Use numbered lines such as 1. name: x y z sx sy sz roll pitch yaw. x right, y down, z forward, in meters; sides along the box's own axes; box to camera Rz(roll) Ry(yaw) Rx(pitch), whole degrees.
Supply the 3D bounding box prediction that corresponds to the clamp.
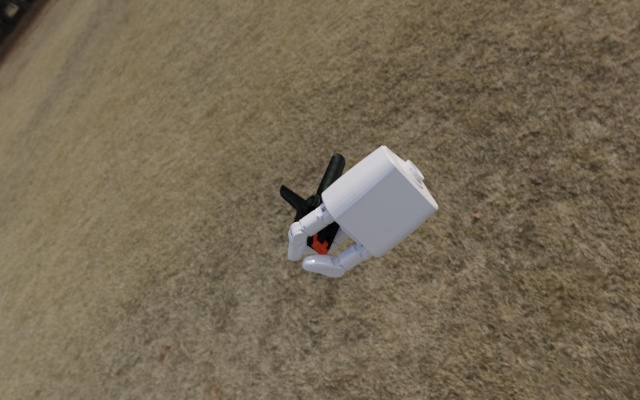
1. clamp: 0.000 0.002 0.705 0.120 0.171 0.039 -40 -50 17
